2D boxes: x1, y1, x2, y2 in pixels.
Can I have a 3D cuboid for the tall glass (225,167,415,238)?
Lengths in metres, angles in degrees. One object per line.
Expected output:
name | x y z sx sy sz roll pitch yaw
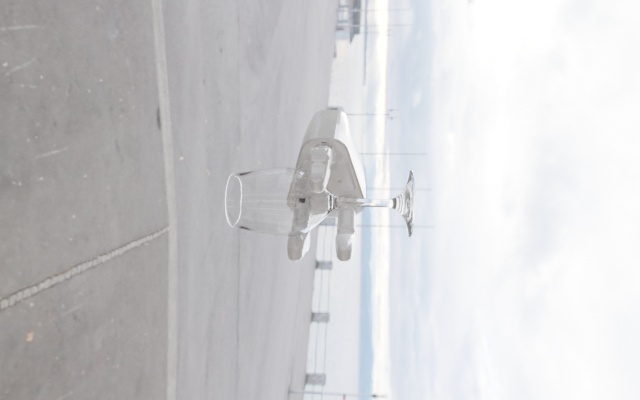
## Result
tall glass | 0.001 0.002 0.531 0.201 0.079 0.079 1 0 5
